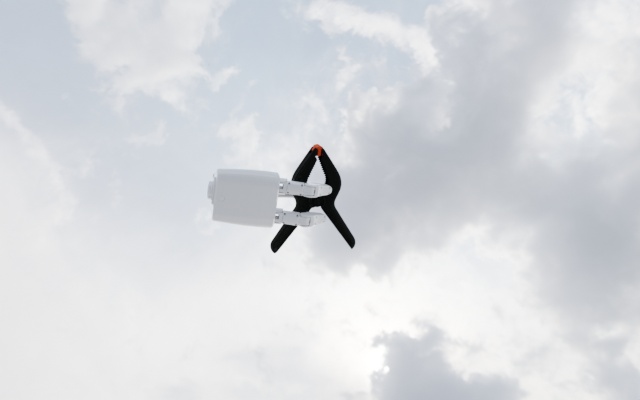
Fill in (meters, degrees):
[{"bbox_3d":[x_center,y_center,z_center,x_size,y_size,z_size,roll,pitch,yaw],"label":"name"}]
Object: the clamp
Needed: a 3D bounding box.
[{"bbox_3d":[0.000,0.002,0.885,0.164,0.210,0.036,5,14,-18],"label":"clamp"}]
